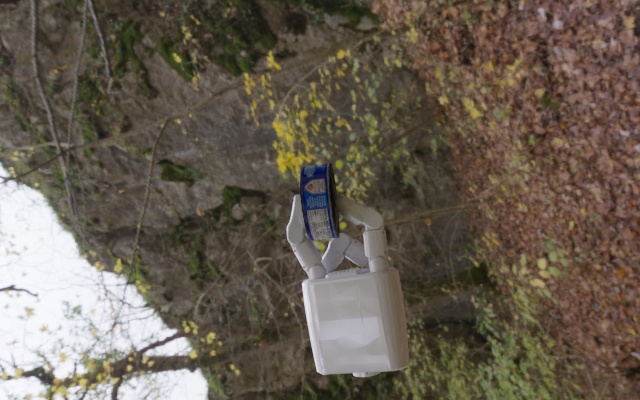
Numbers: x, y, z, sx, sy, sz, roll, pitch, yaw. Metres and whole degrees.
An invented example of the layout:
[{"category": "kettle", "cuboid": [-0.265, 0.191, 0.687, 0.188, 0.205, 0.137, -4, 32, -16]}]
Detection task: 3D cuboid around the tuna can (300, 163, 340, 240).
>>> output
[{"category": "tuna can", "cuboid": [0.000, 0.002, 0.541, 0.034, 0.086, 0.086, -6, -1, 6]}]
